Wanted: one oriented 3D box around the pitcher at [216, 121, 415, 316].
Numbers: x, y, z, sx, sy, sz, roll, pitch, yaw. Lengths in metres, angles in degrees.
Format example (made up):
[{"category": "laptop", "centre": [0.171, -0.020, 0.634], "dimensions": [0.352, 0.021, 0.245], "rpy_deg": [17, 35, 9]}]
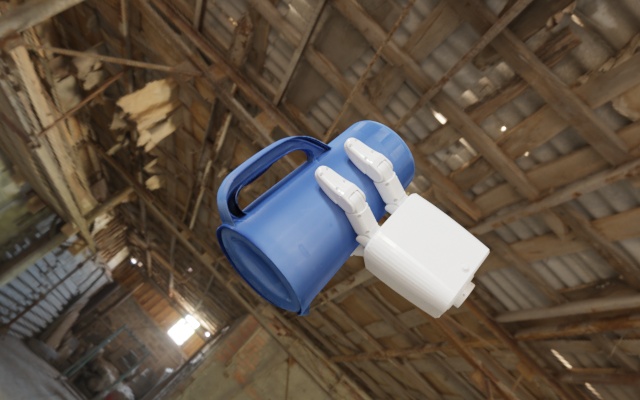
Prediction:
[{"category": "pitcher", "centre": [0.000, 0.002, 0.572], "dimensions": [0.145, 0.242, 0.149], "rpy_deg": [37, -28, 18]}]
